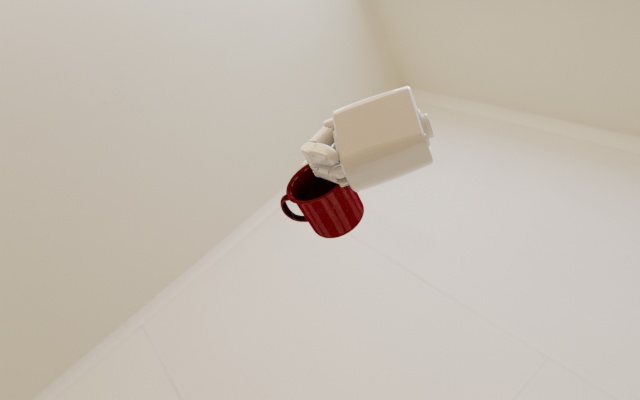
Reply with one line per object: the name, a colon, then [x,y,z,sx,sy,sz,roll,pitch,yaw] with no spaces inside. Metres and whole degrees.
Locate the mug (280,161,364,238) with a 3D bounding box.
mug: [-0.001,0.003,0.676,0.117,0.081,0.093,-17,38,19]
